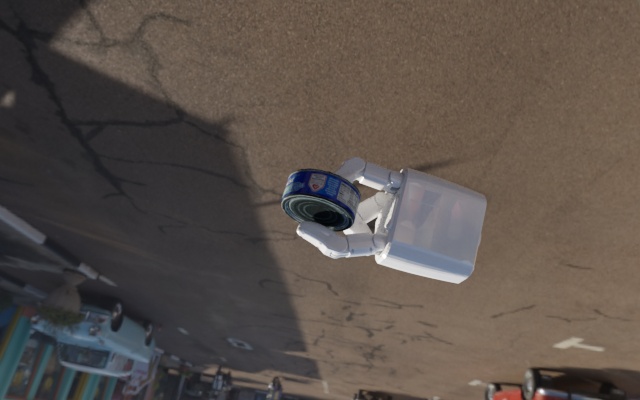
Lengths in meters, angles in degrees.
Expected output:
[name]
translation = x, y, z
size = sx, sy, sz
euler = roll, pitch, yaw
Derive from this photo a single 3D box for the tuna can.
[tuna can]
translation = 0.000, 0.002, 0.533
size = 0.086, 0.033, 0.086
euler = 14, -26, 7
